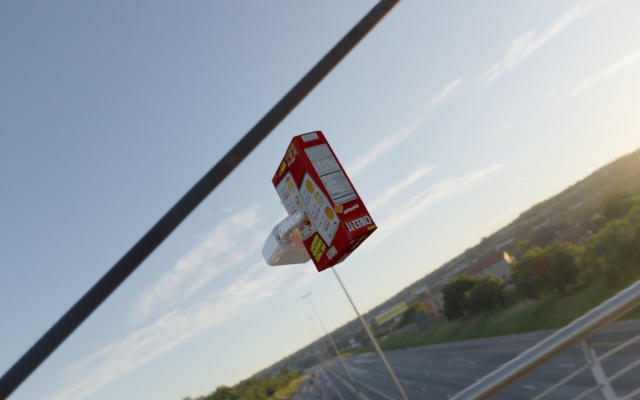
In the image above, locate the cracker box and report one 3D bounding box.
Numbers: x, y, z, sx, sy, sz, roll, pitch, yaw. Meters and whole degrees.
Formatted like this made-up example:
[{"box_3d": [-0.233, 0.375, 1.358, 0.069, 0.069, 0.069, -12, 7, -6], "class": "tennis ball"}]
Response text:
[{"box_3d": [0.000, 0.003, 0.888, 0.072, 0.213, 0.164, -20, -18, -29], "class": "cracker box"}]
